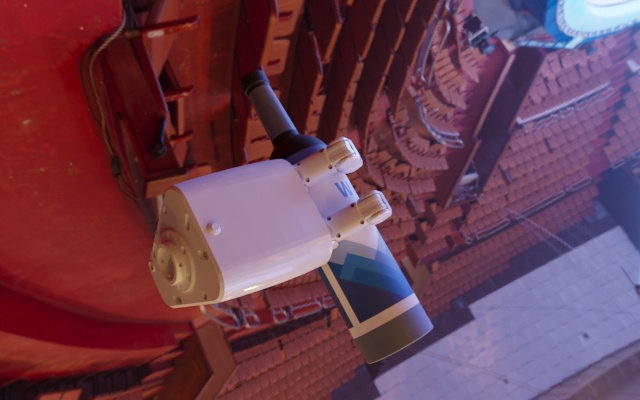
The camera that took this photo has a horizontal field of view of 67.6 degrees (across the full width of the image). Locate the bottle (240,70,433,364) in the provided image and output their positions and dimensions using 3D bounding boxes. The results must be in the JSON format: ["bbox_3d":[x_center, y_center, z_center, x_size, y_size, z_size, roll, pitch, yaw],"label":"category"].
[{"bbox_3d":[0.000,0.002,0.451,0.069,0.295,0.069,-27,-13,-7],"label":"bottle"}]
